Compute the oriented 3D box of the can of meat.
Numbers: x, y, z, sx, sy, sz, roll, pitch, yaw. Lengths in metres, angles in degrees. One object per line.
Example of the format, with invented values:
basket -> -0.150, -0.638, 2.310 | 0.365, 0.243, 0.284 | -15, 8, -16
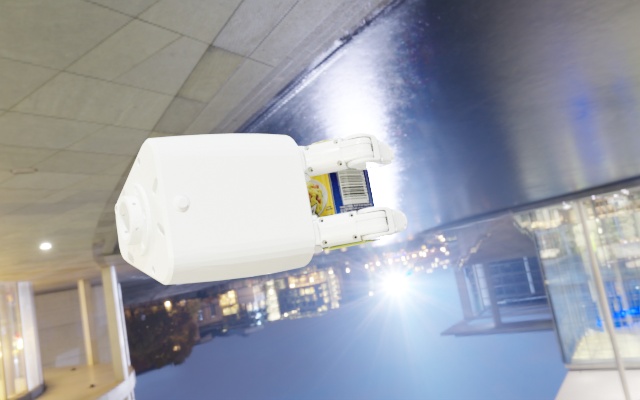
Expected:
can of meat -> 0.000, 0.002, 0.413 | 0.057, 0.084, 0.102 | -4, -10, -41
